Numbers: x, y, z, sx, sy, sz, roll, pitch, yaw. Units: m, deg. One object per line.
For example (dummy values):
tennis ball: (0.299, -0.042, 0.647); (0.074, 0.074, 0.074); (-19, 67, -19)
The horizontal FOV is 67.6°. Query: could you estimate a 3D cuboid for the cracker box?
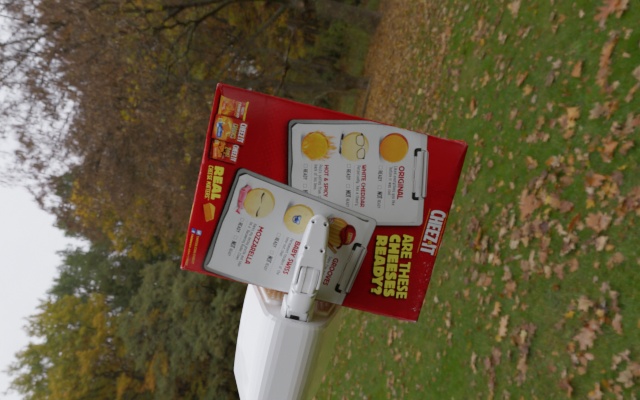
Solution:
cracker box: (0.000, 0.001, 0.431); (0.214, 0.164, 0.072); (13, 10, -3)
